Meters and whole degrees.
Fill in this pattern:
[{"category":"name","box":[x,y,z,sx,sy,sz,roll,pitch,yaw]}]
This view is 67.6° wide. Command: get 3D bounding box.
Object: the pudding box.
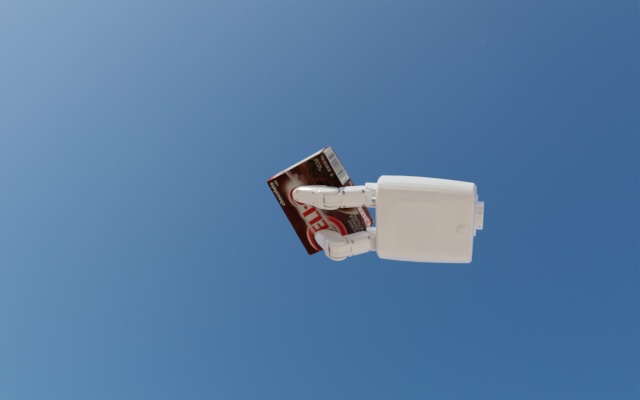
[{"category":"pudding box","box":[0.000,0.002,0.594,0.090,0.113,0.039,-26,7,26]}]
